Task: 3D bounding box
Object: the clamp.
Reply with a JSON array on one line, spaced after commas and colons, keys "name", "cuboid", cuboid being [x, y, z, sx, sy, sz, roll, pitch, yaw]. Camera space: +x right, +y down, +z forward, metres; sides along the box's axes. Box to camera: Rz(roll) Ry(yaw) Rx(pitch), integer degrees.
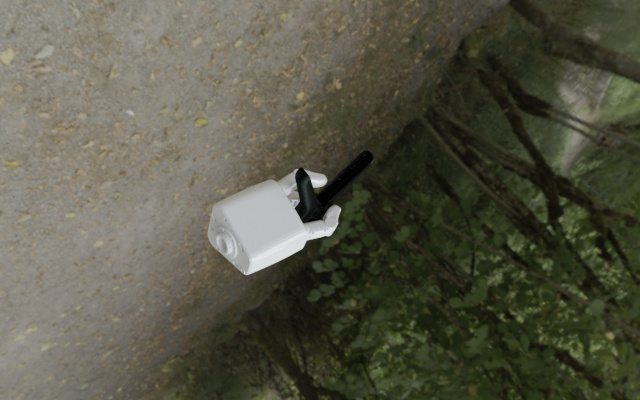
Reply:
[{"name": "clamp", "cuboid": [0.000, 0.004, 0.793, 0.164, 0.036, 0.210, -22, -29, -37]}]
